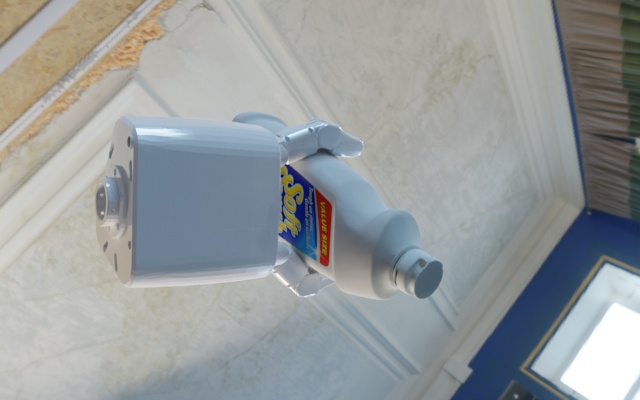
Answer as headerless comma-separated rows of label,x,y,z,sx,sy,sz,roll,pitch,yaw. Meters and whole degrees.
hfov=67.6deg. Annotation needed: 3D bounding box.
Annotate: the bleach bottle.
bleach bottle,0.000,0.001,0.404,0.068,0.102,0.250,1,19,-39
